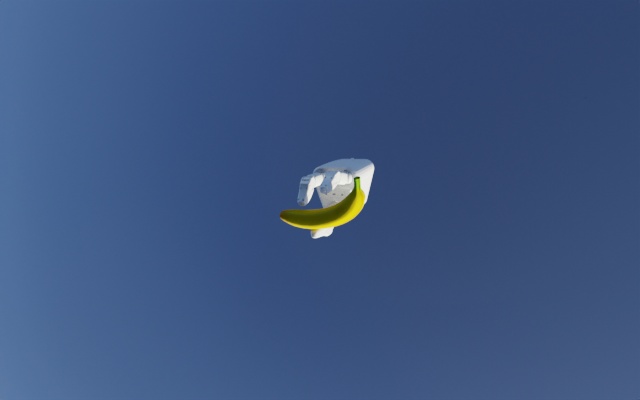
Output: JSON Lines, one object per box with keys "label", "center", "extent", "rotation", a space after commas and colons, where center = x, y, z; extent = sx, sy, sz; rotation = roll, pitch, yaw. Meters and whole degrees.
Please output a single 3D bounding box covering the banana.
{"label": "banana", "center": [0.012, 0.018, 0.871], "extent": [0.198, 0.069, 0.037], "rotation": [-25, 6, 34]}
